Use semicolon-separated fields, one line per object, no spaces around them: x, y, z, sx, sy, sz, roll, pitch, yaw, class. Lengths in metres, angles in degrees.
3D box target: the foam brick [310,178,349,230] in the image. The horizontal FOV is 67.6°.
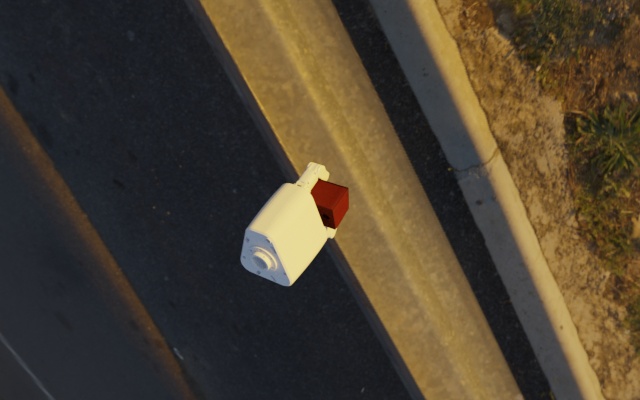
0.000;0.002;0.758;0.078;0.051;0.053;18;-36;22;foam brick
